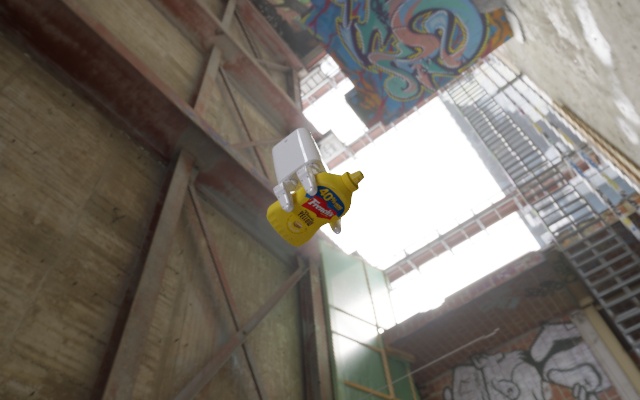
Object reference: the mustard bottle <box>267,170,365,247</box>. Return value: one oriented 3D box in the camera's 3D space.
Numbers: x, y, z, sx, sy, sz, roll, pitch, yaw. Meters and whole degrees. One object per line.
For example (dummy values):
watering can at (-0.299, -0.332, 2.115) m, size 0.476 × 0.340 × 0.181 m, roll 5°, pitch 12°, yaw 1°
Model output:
mustard bottle at (0.000, 0.003, 0.885) m, size 0.192 × 0.096 × 0.058 m, roll -35°, pitch 22°, yaw 18°
